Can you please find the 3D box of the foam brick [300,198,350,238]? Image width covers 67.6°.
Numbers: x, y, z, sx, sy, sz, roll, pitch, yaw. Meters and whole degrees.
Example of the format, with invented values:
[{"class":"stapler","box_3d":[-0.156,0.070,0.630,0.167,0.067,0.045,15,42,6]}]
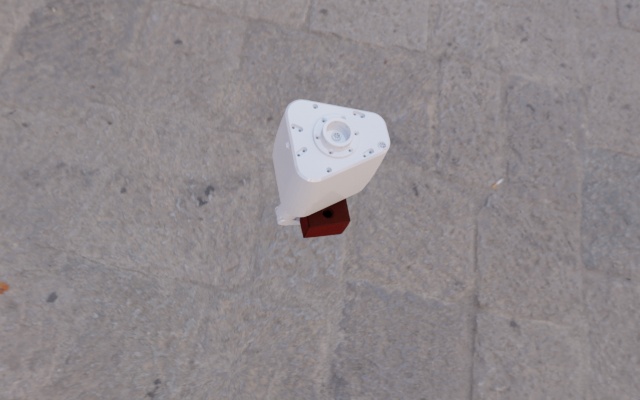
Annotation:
[{"class":"foam brick","box_3d":[0.000,0.002,0.596,0.053,0.078,0.051,-8,-17,-14]}]
